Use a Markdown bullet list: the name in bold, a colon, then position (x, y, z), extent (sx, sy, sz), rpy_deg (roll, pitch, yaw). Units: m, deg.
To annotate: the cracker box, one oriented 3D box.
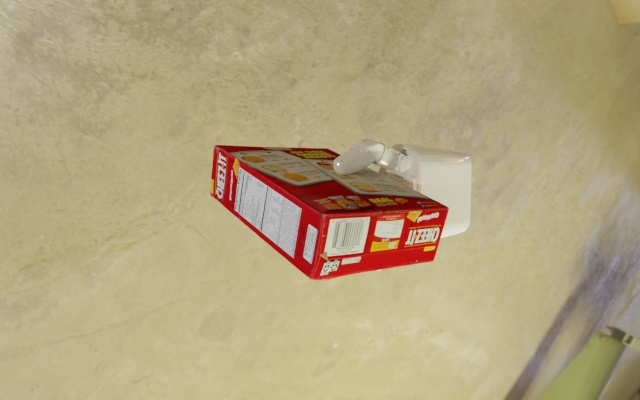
- **cracker box**: position (0.000, 0.002, 0.517), extent (0.164, 0.072, 0.213), rpy_deg (-3, 22, -38)
